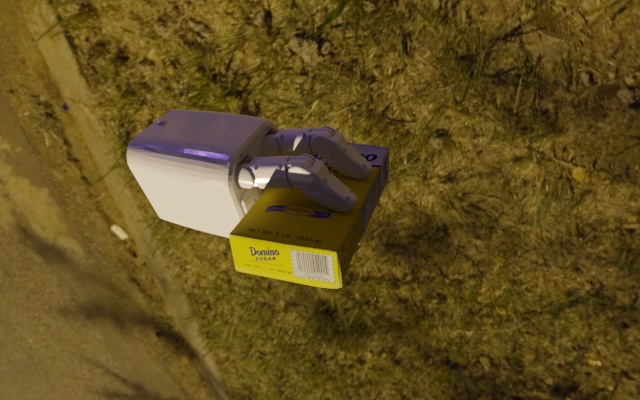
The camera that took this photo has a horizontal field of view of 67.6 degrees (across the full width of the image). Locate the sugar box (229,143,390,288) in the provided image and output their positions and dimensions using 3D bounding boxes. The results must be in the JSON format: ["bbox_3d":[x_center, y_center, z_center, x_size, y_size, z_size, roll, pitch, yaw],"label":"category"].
[{"bbox_3d":[0.000,0.001,0.437,0.093,0.048,0.176,8,37,17],"label":"sugar box"}]
